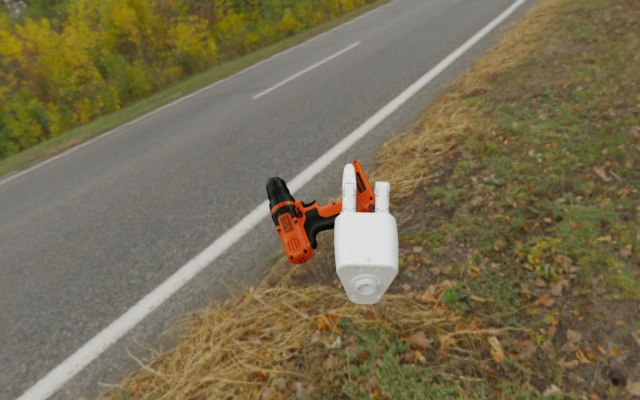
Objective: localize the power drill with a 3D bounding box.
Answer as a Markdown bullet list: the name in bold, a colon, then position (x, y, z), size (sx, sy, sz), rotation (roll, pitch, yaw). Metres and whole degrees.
- **power drill**: position (0.001, 0.003, 0.856), size (0.187, 0.184, 0.057), rotation (-27, -31, 7)
